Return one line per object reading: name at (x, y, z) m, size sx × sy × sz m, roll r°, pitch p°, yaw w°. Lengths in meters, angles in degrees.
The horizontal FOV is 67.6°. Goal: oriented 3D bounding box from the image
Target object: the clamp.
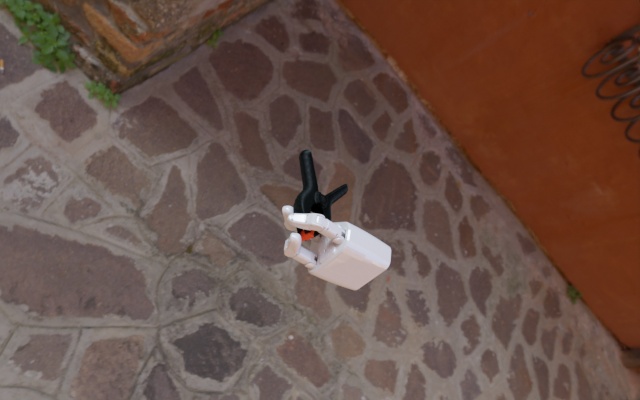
clamp at (0.000, 0.003, 0.848) m, size 0.120 × 0.171 × 0.039 m, roll 28°, pitch -36°, yaw -29°
